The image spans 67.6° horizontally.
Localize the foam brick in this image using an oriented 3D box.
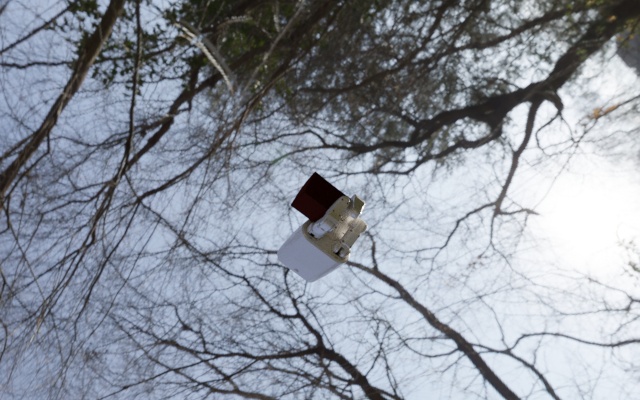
[{"bbox_3d":[0.000,0.002,0.794,0.078,0.053,0.051,38,-40,-9],"label":"foam brick"}]
